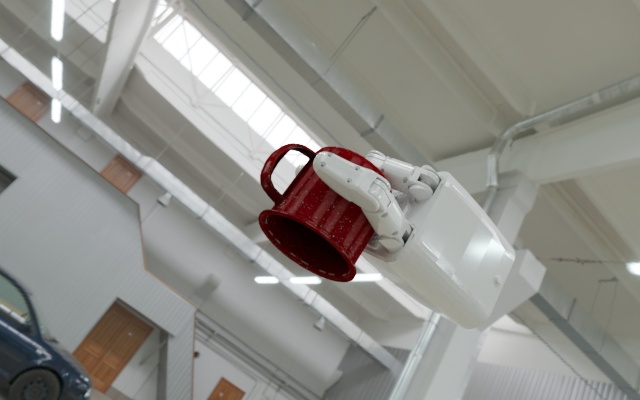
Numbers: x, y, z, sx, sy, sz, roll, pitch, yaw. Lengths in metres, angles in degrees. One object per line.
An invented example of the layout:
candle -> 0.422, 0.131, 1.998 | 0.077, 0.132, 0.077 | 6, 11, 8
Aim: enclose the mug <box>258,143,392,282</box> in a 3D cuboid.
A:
mug -> -0.001, 0.000, 0.400 | 0.117, 0.081, 0.093 | 44, -27, -19
